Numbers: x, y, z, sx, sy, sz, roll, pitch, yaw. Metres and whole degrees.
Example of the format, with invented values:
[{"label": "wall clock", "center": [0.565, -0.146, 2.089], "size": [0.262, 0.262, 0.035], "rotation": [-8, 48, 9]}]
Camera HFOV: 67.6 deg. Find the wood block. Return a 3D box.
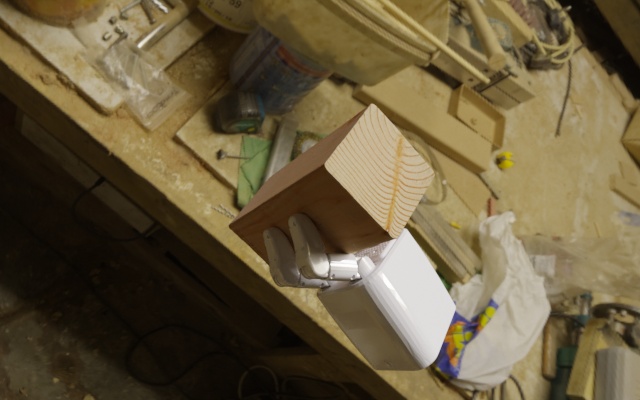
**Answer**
[{"label": "wood block", "center": [0.001, 0.002, 0.486], "size": [0.206, 0.090, 0.090], "rotation": [-28, 20, 54]}]
